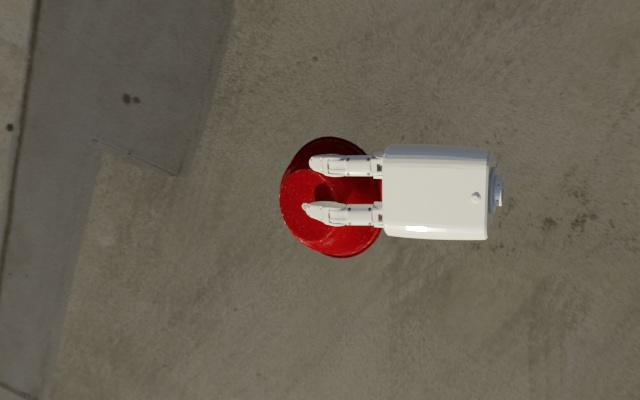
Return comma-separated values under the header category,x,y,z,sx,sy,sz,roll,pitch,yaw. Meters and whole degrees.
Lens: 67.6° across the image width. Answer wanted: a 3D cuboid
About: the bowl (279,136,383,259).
category,x,y,z,sx,sy,sz,roll,pitch,yaw
bowl,-0.001,0.002,0.603,0.162,0.162,0.055,0,11,38
